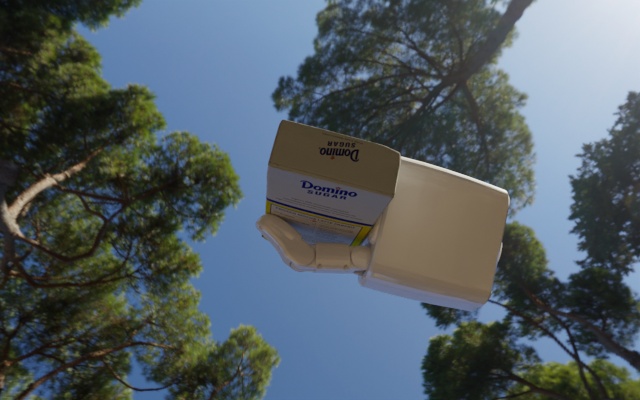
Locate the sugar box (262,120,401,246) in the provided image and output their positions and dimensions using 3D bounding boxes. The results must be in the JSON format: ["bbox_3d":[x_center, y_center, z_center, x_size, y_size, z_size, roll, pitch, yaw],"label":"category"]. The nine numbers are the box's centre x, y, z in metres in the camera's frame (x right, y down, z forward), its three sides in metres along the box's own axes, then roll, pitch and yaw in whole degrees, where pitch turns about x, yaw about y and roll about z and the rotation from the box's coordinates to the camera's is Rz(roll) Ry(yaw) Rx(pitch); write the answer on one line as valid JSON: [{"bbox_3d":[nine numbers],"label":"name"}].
[{"bbox_3d":[0.000,0.001,0.414,0.093,0.048,0.176,15,-25,-3],"label":"sugar box"}]
